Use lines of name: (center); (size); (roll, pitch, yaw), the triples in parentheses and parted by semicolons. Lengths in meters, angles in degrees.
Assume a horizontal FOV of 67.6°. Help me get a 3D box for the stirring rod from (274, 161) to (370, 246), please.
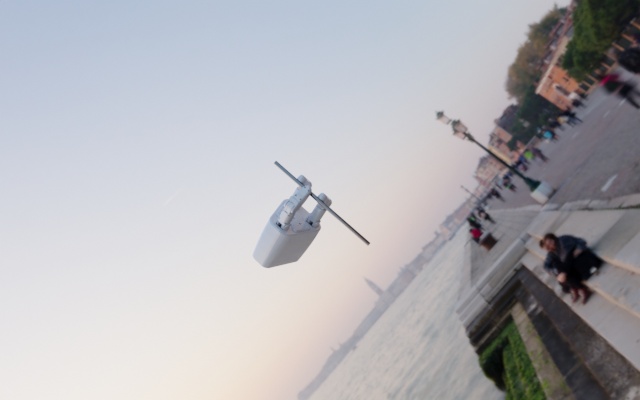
stirring rod: (0.000, 0.003, 0.893); (0.239, 0.011, 0.011); (41, 12, 14)
